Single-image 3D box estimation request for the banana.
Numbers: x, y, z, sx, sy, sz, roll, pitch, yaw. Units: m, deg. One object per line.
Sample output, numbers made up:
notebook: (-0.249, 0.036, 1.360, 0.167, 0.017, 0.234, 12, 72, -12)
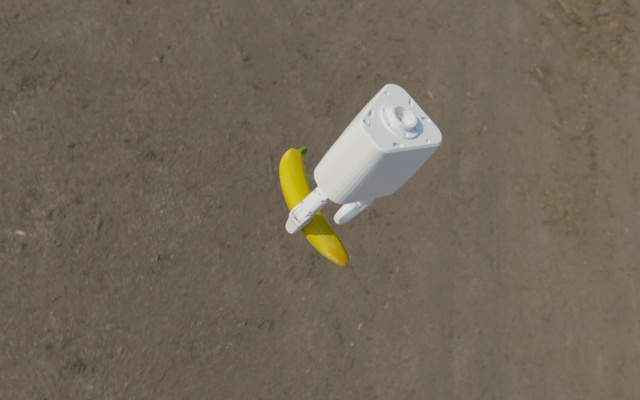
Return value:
banana: (-0.016, 0.000, 0.656, 0.069, 0.197, 0.037, -1, -30, -34)
